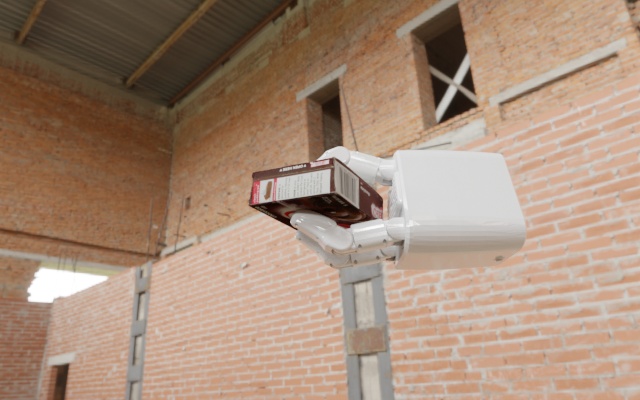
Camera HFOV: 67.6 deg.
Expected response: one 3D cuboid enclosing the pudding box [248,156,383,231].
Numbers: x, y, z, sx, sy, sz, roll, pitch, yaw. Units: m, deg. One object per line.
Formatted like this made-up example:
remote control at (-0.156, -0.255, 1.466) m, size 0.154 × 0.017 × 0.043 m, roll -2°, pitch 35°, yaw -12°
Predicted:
pudding box at (0.000, 0.001, 0.460) m, size 0.090 × 0.039 × 0.113 m, roll -9°, pitch -25°, yaw 27°
